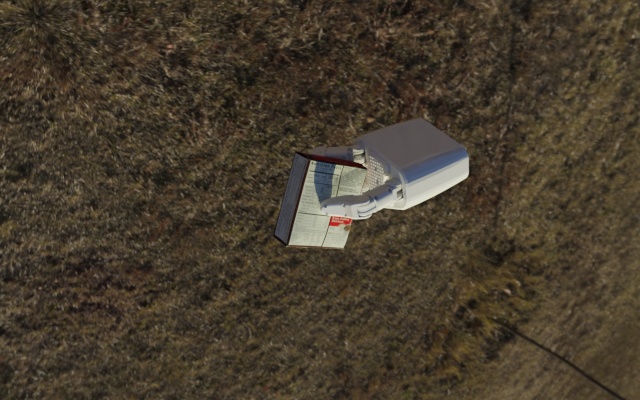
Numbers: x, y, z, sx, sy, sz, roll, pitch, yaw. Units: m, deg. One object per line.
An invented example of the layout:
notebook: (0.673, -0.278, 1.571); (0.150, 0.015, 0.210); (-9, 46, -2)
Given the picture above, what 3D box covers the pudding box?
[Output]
pudding box: (0.000, 0.002, 0.584); (0.090, 0.113, 0.039); (7, 13, -34)
